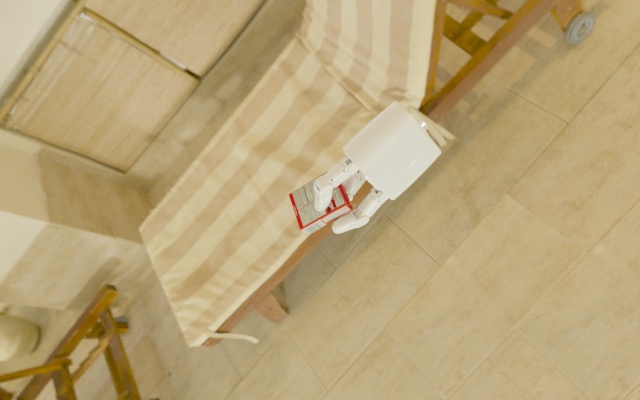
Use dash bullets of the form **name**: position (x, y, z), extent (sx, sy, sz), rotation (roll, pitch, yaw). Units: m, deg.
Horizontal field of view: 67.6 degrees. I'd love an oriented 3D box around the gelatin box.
- **gelatin box**: position (0.000, 0.002, 0.763), extent (0.089, 0.073, 0.030), rotation (-30, -34, 14)
